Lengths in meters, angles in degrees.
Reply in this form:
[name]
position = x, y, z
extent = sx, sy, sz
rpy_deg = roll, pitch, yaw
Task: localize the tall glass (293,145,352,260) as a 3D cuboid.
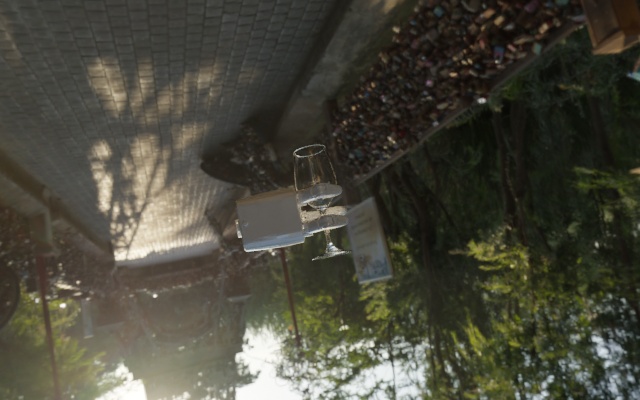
[tall glass]
position = 0.000, 0.003, 0.870
extent = 0.079, 0.201, 0.079
rpy_deg = -12, -9, -2
